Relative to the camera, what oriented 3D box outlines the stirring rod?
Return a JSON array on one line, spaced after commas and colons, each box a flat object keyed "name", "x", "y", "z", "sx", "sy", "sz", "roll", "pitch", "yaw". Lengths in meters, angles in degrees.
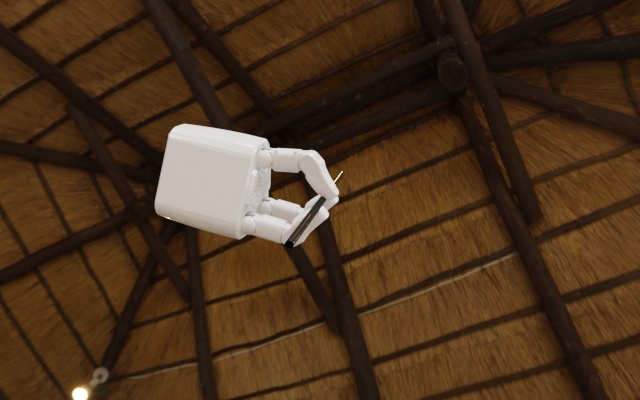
[{"name": "stirring rod", "x": 0.000, "y": 0.002, "z": 0.522, "sx": 0.011, "sy": 0.011, "sz": 0.239, "roll": 0, "pitch": 18, "yaw": 14}]
